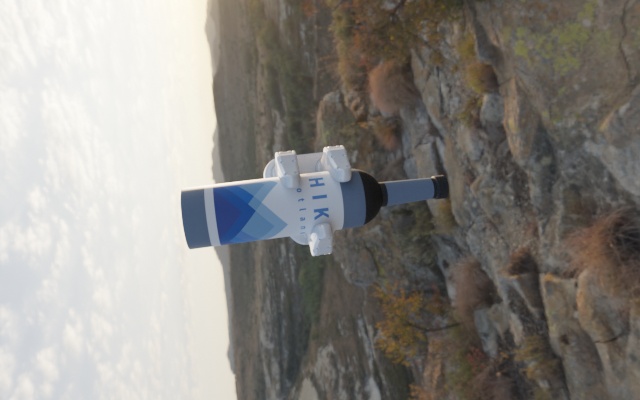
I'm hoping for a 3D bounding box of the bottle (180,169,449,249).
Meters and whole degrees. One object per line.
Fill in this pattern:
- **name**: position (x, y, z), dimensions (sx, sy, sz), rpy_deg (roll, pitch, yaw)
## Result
- **bottle**: position (0.000, 0.002, 0.534), dimensions (0.296, 0.069, 0.069), rpy_deg (-7, 1, -9)
